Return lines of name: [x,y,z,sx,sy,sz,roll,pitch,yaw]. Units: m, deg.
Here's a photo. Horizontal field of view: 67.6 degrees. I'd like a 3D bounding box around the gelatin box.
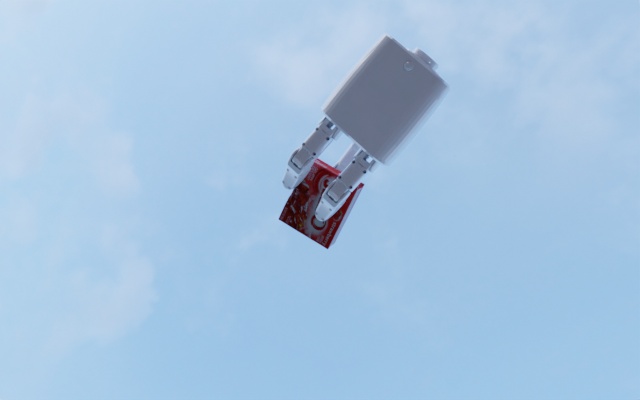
gelatin box: [0.000,0.002,0.576,0.073,0.089,0.030,30,20,13]
